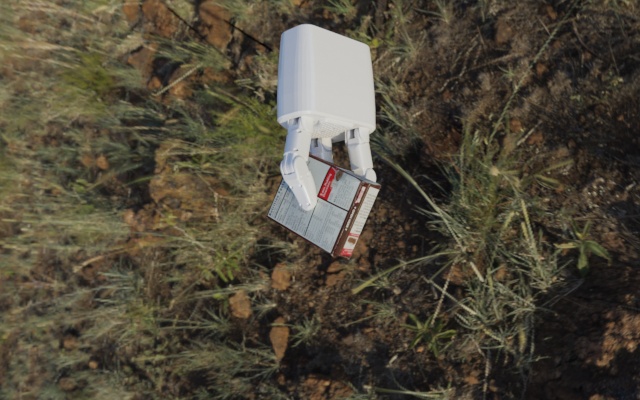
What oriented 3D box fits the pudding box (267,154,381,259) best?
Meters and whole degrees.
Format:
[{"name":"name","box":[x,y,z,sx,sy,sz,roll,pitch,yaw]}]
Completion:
[{"name":"pudding box","box":[0.000,0.002,0.539,0.113,0.090,0.039,28,9,39]}]
